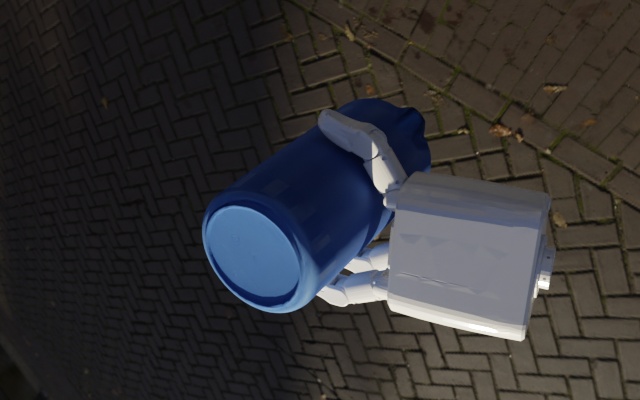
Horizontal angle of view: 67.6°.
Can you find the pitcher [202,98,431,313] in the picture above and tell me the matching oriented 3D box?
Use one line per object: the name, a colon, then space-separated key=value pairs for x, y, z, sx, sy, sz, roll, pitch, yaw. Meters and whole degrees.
pitcher: x=0.000 y=0.001 z=0.458 sx=0.145 sy=0.149 sz=0.242 roll=11 pitch=29 yaw=27
